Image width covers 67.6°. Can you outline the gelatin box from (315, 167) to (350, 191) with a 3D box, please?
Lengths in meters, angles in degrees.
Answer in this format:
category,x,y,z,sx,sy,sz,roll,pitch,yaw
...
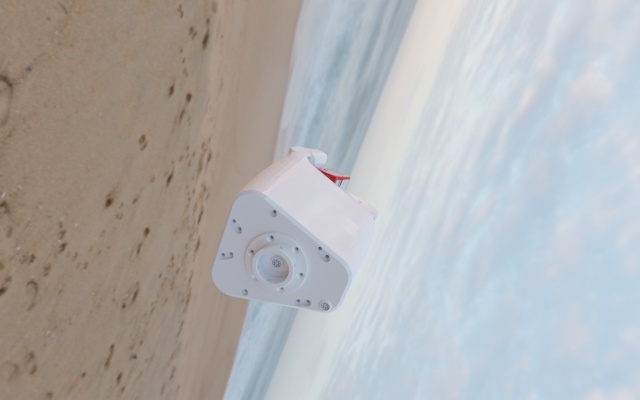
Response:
category,x,y,z,sx,sy,sz,roll,pitch,yaw
gelatin box,0.001,0.002,0.531,0.030,0.073,0.089,24,8,10
